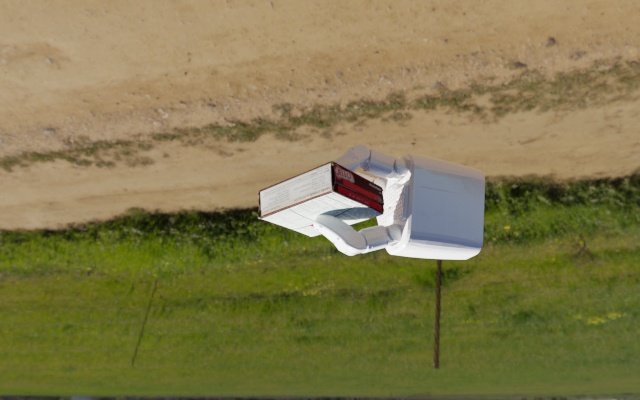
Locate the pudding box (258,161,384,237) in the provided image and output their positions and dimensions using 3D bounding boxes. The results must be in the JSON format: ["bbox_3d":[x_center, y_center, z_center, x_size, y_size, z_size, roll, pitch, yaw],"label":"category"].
[{"bbox_3d":[0.000,0.002,0.529,0.113,0.039,0.090,-21,-31,36],"label":"pudding box"}]
